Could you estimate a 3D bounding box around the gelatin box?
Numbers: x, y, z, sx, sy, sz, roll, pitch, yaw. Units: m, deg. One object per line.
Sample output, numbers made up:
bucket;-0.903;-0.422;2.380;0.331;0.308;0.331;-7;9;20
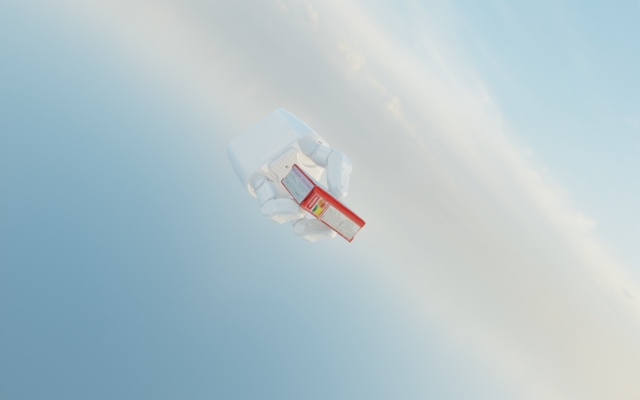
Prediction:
gelatin box;0.000;0.001;0.520;0.073;0.030;0.089;37;3;-26
